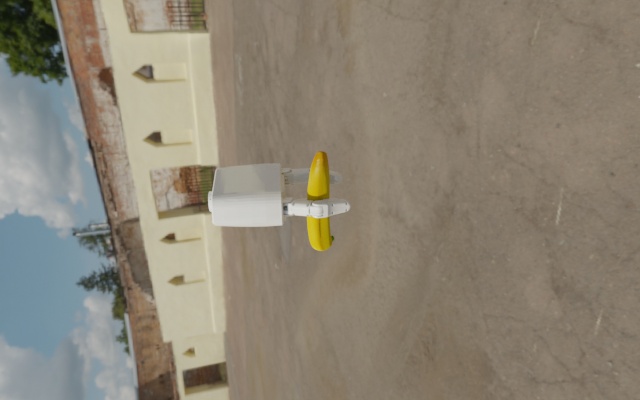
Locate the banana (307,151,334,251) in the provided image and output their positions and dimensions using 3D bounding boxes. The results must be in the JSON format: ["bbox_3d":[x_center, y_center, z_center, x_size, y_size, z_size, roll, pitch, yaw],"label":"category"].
[{"bbox_3d":[-0.002,0.018,0.759,0.037,0.198,0.069,2,42,6],"label":"banana"}]
